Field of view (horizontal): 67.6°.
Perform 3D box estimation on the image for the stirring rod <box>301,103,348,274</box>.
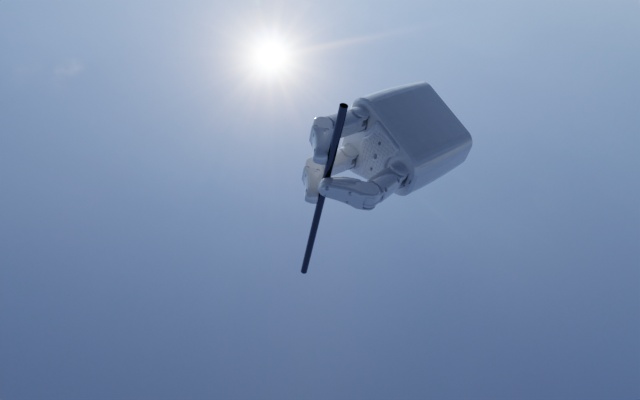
[{"bbox_3d":[0.000,0.002,0.500,0.011,0.240,0.011,7,44,-7],"label":"stirring rod"}]
